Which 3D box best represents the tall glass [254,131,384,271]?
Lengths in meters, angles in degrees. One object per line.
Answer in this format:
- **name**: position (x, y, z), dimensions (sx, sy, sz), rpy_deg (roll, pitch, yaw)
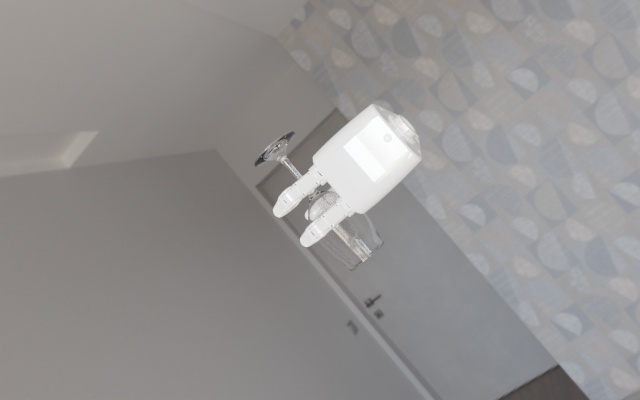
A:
- **tall glass**: position (0.000, 0.002, 0.665), dimensions (0.079, 0.201, 0.079), rpy_deg (-40, -4, -4)
